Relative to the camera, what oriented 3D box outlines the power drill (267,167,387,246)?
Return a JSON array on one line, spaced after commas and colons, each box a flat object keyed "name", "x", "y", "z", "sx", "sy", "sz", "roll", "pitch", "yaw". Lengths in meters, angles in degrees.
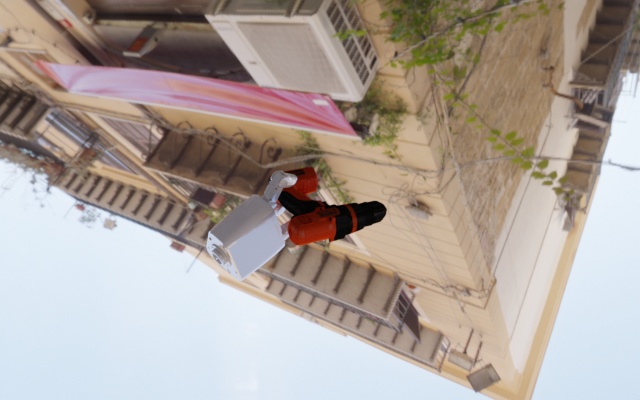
[{"name": "power drill", "x": 0.000, "y": 0.003, "z": 0.853, "sx": 0.184, "sy": 0.057, "sz": 0.187, "roll": -12, "pitch": 32, "yaw": -27}]
